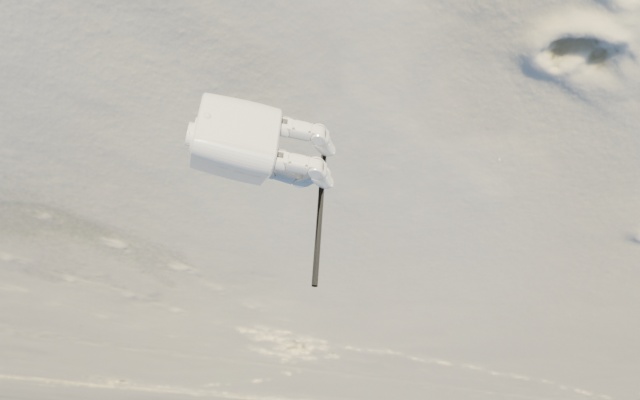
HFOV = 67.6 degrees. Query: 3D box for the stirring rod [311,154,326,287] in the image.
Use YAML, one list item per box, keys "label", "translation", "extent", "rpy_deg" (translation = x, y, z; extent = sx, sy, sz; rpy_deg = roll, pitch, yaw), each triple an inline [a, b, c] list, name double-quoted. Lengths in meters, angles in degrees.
- label: "stirring rod"
  translation: [0.000, 0.002, 0.657]
  extent: [0.011, 0.239, 0.011]
  rpy_deg: [3, -29, 2]
